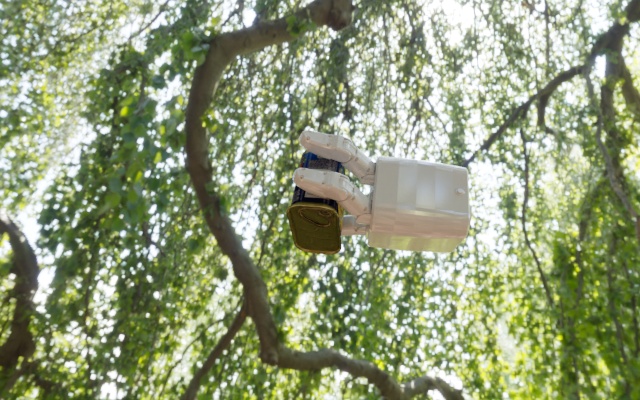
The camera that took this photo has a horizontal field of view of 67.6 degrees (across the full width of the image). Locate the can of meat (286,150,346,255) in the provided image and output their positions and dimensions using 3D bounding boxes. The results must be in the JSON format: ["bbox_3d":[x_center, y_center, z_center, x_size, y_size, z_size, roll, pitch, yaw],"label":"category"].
[{"bbox_3d":[0.000,0.002,0.560,0.057,0.084,0.102,4,-35,9],"label":"can of meat"}]
